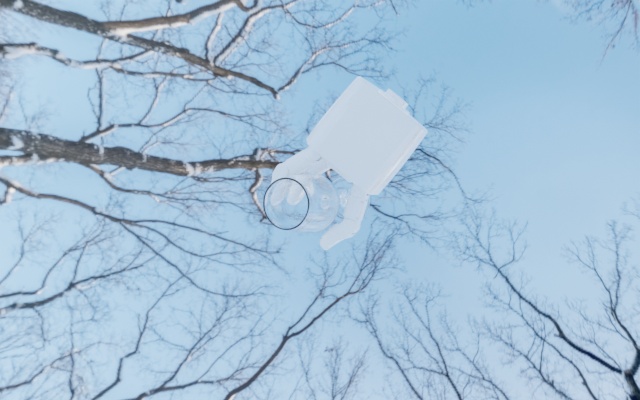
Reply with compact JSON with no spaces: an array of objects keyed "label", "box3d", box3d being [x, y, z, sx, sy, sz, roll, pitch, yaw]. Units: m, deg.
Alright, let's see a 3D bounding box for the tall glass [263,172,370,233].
[{"label":"tall glass","box3d":[0.000,0.002,0.647,0.079,0.079,0.201,0,1,25]}]
